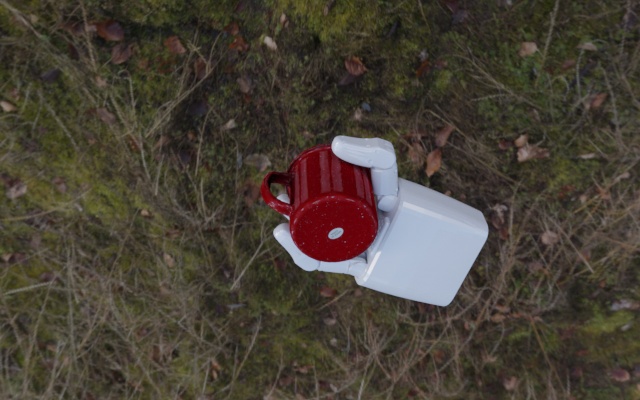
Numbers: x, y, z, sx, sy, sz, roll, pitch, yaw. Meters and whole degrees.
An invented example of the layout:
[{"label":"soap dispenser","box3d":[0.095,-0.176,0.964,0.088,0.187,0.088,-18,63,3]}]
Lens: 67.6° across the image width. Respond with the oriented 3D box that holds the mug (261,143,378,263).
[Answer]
[{"label":"mug","box3d":[-0.001,0.001,0.457,0.117,0.093,0.081,17,33,-14]}]
